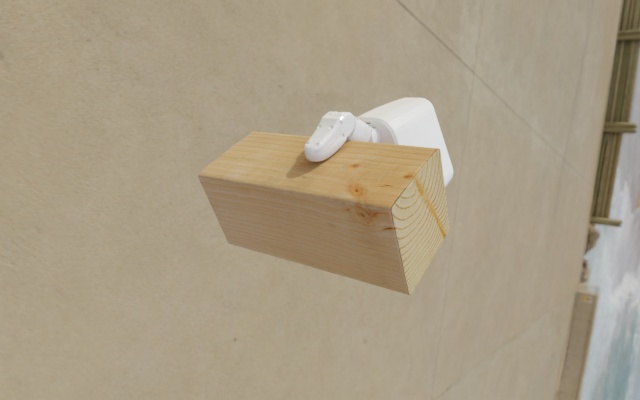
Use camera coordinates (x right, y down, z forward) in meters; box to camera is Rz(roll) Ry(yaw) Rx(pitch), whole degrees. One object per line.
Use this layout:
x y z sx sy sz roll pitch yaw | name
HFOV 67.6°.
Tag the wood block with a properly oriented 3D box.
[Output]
0.000 0.001 0.440 0.206 0.091 0.090 10 41 35 | wood block
